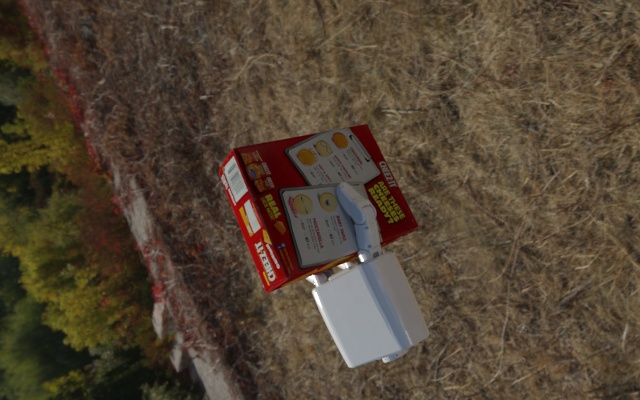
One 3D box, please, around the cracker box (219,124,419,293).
[{"bbox_3d":[0.000,0.002,0.607,0.213,0.164,0.072,-16,-14,-36],"label":"cracker box"}]
